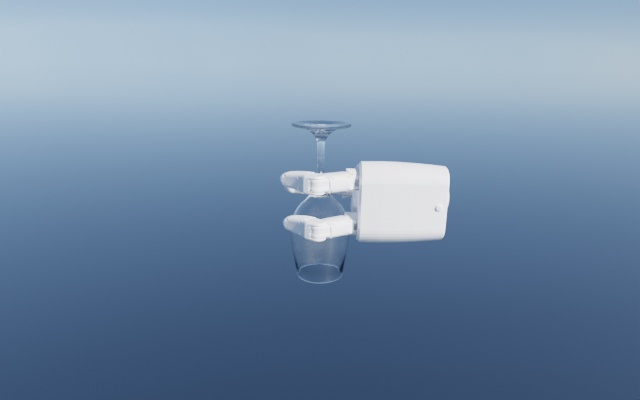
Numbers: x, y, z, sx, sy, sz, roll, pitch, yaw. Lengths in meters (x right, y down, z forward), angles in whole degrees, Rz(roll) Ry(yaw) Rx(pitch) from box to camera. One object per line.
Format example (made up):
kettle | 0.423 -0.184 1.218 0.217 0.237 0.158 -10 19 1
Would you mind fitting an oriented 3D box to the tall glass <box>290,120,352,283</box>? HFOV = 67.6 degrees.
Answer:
tall glass | 0.000 0.001 0.611 0.079 0.201 0.079 1 16 0
